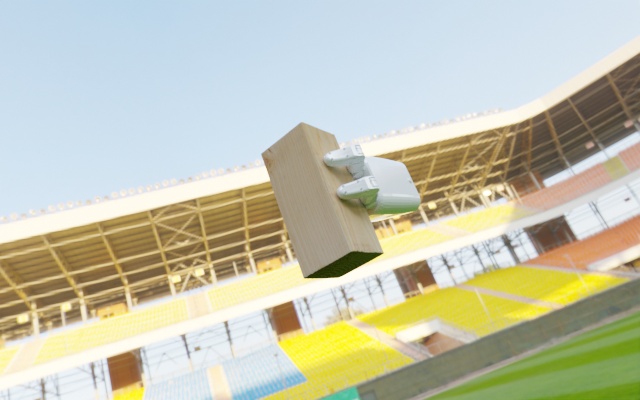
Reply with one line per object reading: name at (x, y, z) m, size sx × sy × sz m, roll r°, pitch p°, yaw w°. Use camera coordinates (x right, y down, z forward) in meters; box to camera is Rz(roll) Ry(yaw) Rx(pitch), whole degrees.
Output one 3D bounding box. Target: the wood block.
wood block at (0.000, 0.002, 0.702) m, size 0.091 × 0.206 × 0.090 m, roll -34°, pitch -25°, yaw 29°
